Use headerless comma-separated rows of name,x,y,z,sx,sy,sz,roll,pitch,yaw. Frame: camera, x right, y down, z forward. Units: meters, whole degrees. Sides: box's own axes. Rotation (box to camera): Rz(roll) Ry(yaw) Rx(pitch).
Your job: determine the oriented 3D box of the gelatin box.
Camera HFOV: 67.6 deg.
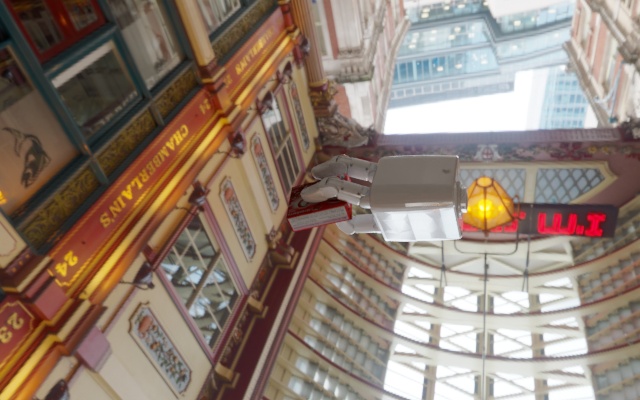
gelatin box,0.000,0.003,0.671,0.089,0.030,0.073,-13,36,15
